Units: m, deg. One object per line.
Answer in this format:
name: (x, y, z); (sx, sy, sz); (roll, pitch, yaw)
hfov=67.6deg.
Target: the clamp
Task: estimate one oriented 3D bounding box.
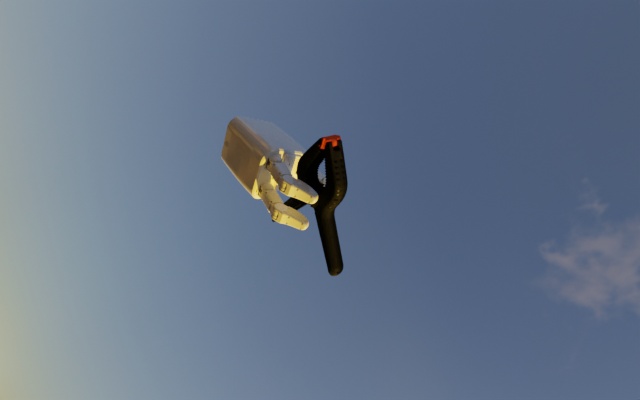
clamp: (0.001, 0.002, 0.720); (0.036, 0.210, 0.164); (-19, 52, -41)
